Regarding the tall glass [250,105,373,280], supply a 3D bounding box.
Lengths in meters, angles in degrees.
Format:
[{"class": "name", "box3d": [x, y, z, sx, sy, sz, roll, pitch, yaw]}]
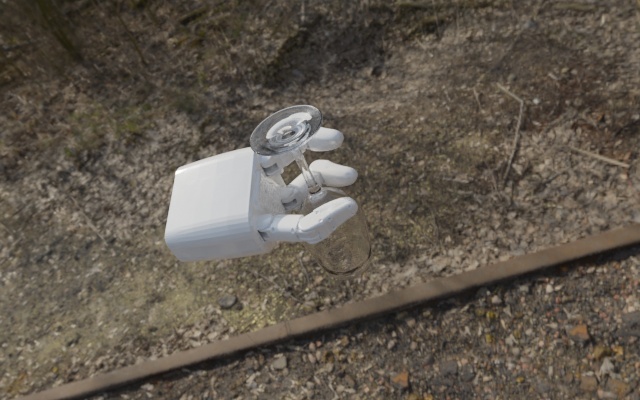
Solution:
[{"class": "tall glass", "box3d": [0.000, 0.001, 0.511, 0.079, 0.079, 0.201, 0, -44, 28]}]
